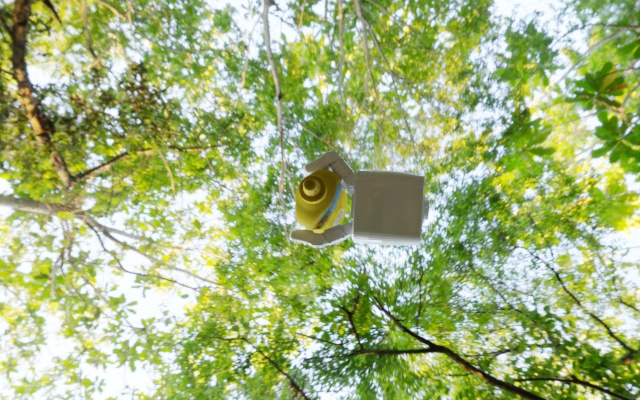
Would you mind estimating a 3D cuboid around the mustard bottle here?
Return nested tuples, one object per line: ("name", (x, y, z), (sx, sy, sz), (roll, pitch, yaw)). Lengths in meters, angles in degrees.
("mustard bottle", (0.000, 0.002, 0.760), (0.058, 0.096, 0.192), (28, -9, 15))
